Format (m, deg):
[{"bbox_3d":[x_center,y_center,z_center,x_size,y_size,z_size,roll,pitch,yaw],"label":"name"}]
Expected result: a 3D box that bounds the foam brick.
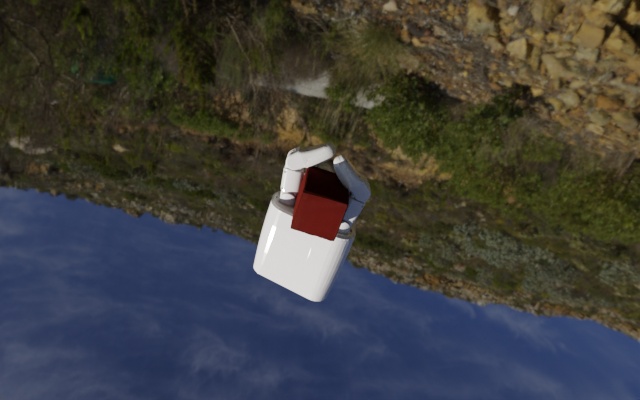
[{"bbox_3d":[0.000,0.002,0.552,0.053,0.051,0.078,18,25,-6],"label":"foam brick"}]
